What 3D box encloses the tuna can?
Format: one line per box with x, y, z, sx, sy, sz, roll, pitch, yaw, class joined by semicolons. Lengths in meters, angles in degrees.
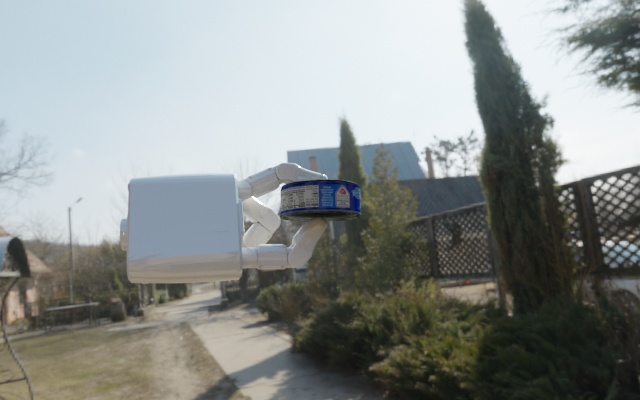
0.000;0.001;0.502;0.086;0.033;0.086;-1;-8;0;tuna can
